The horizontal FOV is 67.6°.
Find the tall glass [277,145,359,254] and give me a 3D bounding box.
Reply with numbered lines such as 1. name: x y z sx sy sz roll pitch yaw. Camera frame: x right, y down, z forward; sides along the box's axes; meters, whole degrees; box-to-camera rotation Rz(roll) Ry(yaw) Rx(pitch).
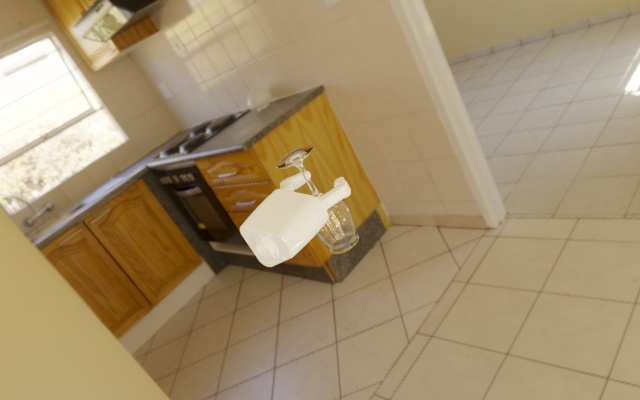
1. tall glass: 0.000 0.002 0.878 0.079 0.201 0.079 -25 22 11
